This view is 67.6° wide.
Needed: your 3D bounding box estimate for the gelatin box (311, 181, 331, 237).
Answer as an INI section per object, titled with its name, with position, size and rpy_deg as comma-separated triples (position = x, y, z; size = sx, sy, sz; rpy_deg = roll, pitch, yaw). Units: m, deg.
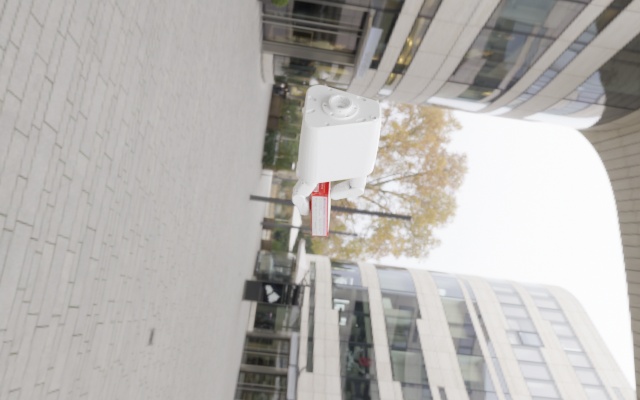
[gelatin box]
position = 0.001, 0.003, 0.780
size = 0.030, 0.089, 0.073
rpy_deg = 2, 39, 3
